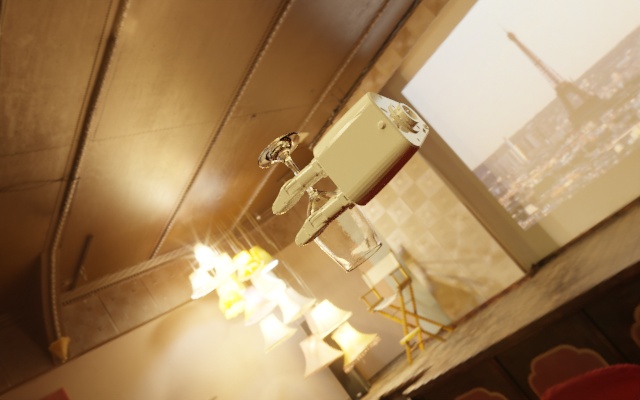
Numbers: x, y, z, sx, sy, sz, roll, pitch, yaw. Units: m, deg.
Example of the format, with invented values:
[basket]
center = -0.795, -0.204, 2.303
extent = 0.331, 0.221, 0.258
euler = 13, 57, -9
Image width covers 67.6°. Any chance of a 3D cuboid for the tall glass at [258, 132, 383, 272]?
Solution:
[tall glass]
center = 0.000, 0.002, 0.666
extent = 0.079, 0.201, 0.079
euler = -36, -14, -10
